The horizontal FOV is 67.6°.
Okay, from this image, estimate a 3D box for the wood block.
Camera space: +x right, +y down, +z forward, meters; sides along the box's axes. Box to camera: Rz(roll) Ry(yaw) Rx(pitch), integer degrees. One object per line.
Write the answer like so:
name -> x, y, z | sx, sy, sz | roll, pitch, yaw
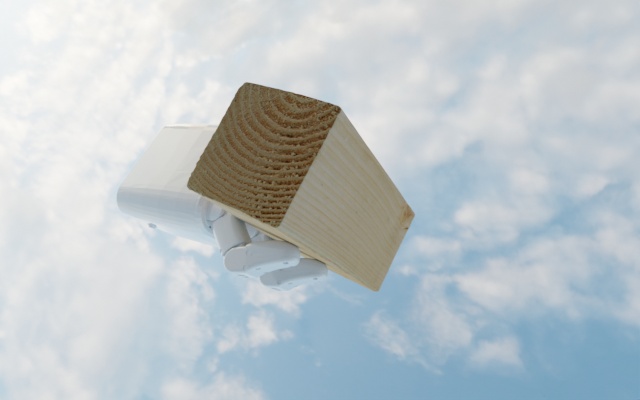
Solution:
wood block -> 0.000, 0.001, 0.405 | 0.090, 0.091, 0.206 | 21, -10, 30
